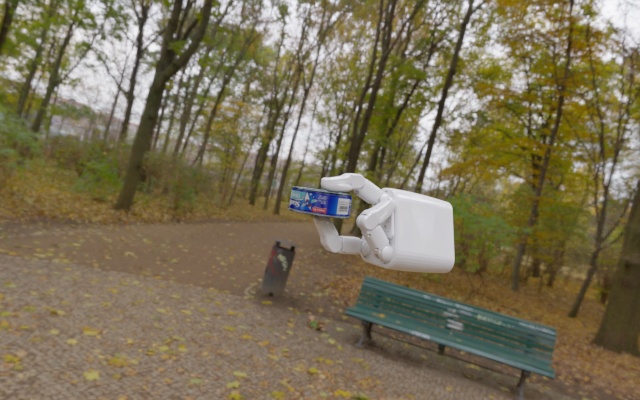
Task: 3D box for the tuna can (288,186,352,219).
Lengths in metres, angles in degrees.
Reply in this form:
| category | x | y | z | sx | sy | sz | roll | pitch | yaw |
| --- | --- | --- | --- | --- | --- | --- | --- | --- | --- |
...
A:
| category | x | y | z | sx | sy | sz | roll | pitch | yaw |
| --- | --- | --- | --- | --- | --- | --- | --- | --- | --- |
| tuna can | 0.000 | 0.002 | 0.662 | 0.086 | 0.034 | 0.086 | 8 | 3 | 0 |
